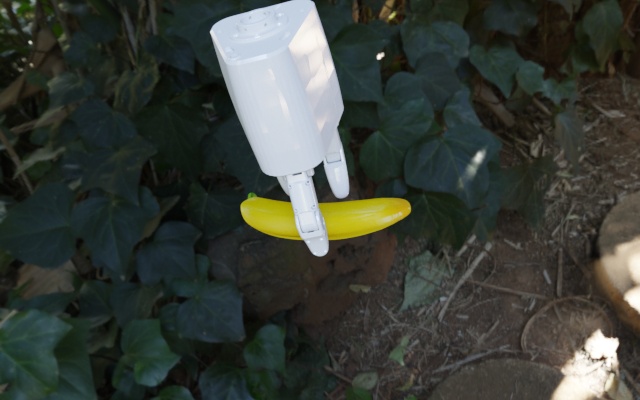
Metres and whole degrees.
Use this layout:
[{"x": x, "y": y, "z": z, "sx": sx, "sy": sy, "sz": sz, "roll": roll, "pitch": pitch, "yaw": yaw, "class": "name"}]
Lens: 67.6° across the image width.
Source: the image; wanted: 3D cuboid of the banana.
[{"x": -0.010, "y": 0.013, "z": 0.492, "sx": 0.198, "sy": 0.037, "sz": 0.069, "roll": 5, "pitch": 41, "yaw": 26, "class": "banana"}]
